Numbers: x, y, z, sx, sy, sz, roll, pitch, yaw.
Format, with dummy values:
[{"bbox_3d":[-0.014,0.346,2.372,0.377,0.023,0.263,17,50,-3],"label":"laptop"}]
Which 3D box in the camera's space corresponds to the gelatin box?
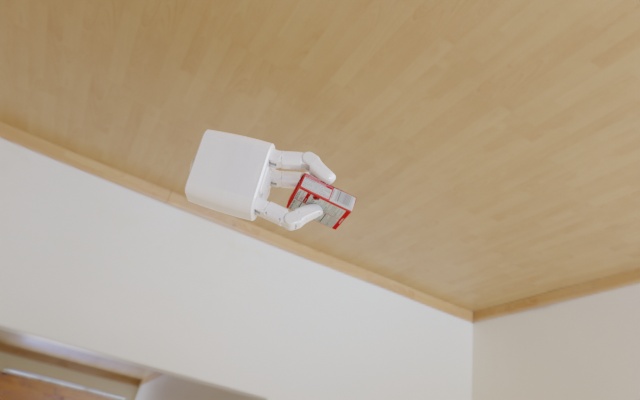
[{"bbox_3d":[0.000,0.003,0.722,0.089,0.030,0.073,26,-31,-5],"label":"gelatin box"}]
